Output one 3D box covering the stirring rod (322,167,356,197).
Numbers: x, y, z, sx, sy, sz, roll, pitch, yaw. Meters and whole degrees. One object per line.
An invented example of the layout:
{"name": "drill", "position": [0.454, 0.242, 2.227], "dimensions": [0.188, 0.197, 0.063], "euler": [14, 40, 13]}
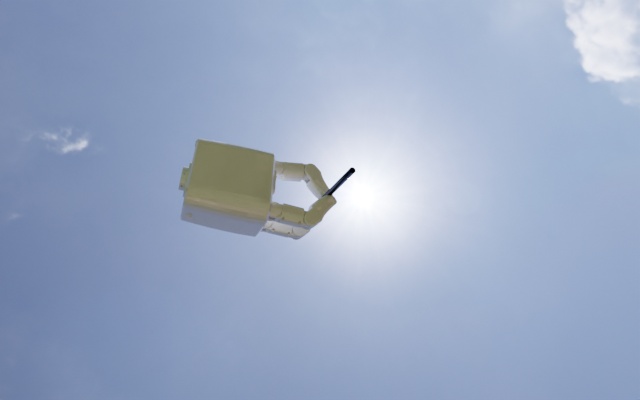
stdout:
{"name": "stirring rod", "position": [0.000, 0.002, 0.674], "dimensions": [0.011, 0.011, 0.240], "euler": [0, -18, -19]}
